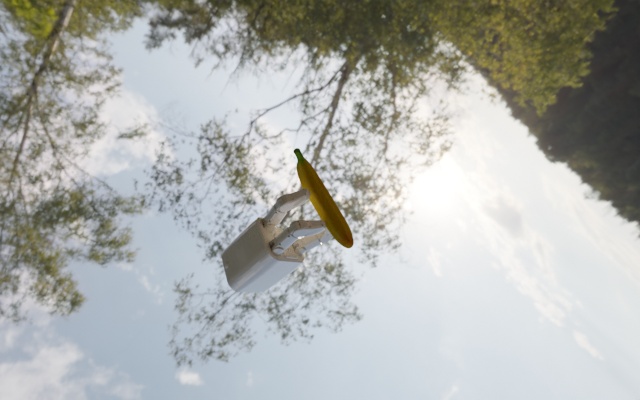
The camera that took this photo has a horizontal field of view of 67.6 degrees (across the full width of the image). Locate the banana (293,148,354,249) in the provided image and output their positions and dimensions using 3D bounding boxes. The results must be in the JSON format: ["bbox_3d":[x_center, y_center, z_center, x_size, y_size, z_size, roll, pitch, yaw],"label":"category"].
[{"bbox_3d":[0.003,0.003,0.825,0.037,0.197,0.070,-33,-17,6],"label":"banana"}]
